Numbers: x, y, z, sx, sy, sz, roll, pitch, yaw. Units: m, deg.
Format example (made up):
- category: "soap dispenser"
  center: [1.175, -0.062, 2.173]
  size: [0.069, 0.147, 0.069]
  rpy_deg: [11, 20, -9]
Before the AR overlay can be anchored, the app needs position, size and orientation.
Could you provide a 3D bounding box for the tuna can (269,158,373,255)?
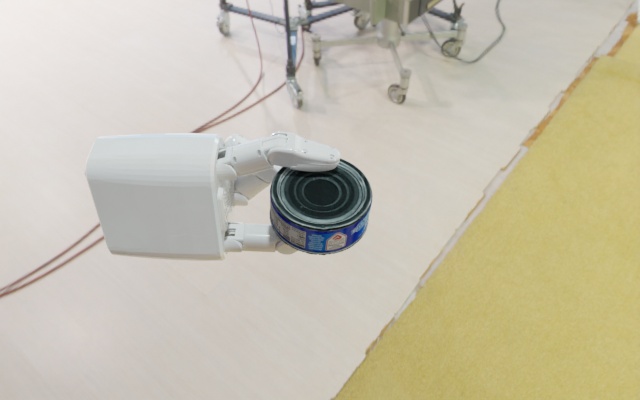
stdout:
- category: "tuna can"
  center: [0.000, 0.001, 0.400]
  size: [0.086, 0.086, 0.034]
  rpy_deg: [0, -41, -5]
